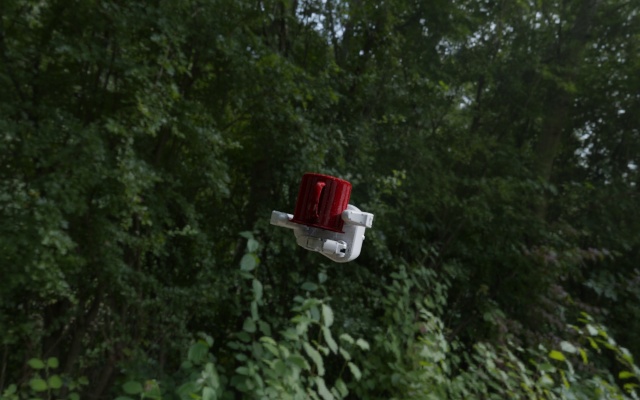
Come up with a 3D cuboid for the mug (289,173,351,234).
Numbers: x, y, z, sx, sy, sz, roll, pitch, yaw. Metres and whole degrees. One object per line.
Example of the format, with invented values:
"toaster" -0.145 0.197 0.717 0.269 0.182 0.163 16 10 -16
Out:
"mug" 0.000 0.002 0.755 0.093 0.081 0.117 12 -4 14
